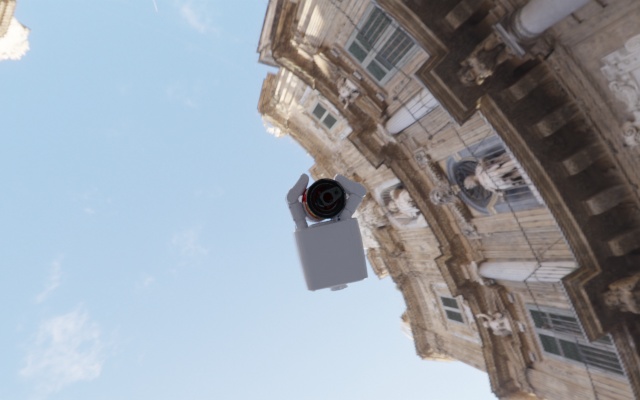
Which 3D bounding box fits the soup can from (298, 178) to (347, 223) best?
[{"bbox_3d":[0.000,0.002,0.827,0.068,0.068,0.102,0,-7,-12],"label":"soup can"}]
